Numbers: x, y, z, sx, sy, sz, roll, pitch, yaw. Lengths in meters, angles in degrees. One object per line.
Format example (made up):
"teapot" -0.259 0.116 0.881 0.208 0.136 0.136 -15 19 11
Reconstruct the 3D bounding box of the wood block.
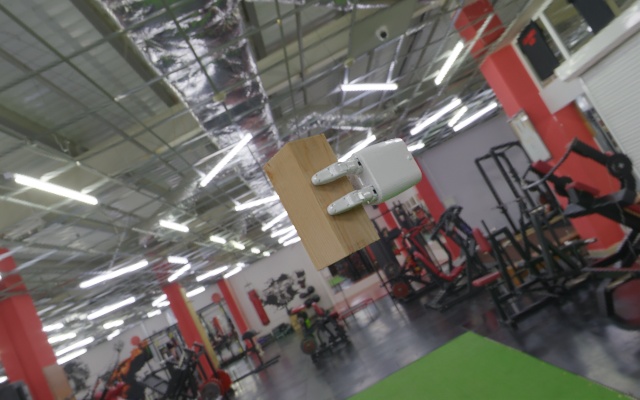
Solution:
"wood block" 0.000 0.003 0.817 0.090 0.206 0.091 -21 -10 -41
